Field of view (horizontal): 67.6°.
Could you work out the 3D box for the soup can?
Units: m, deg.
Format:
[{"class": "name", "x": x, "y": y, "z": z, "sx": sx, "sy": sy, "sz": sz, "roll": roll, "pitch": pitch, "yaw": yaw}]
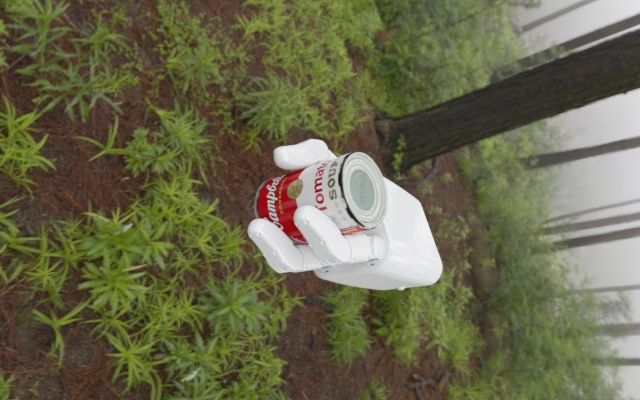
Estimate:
[{"class": "soup can", "x": 0.000, "y": 0.001, "z": 0.428, "sx": 0.102, "sy": 0.068, "sz": 0.068, "roll": -15, "pitch": -10, "yaw": 38}]
